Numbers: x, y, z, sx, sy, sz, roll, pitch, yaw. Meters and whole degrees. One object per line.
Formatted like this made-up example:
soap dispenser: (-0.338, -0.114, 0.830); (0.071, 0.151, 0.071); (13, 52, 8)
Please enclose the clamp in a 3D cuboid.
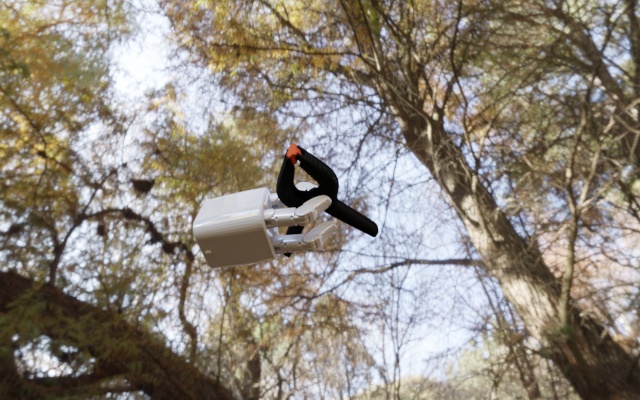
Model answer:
clamp: (0.000, 0.002, 0.733); (0.164, 0.210, 0.036); (-10, 40, 4)
